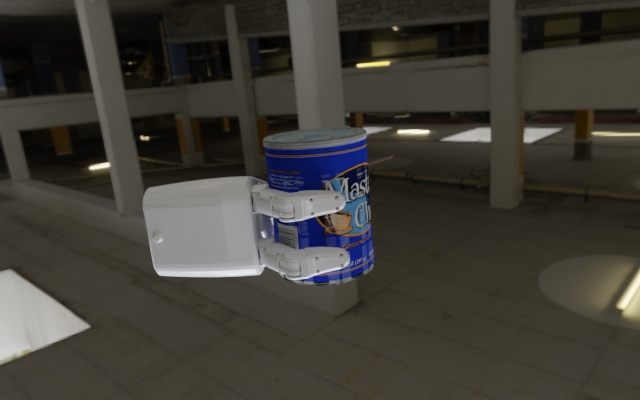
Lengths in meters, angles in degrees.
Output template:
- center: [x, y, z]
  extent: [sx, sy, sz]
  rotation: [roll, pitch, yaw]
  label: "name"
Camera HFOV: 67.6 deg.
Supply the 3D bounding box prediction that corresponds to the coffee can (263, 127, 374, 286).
- center: [0.000, 0.001, 0.489]
  extent: [0.103, 0.140, 0.102]
  rotation: [-5, 14, 1]
  label: "coffee can"
